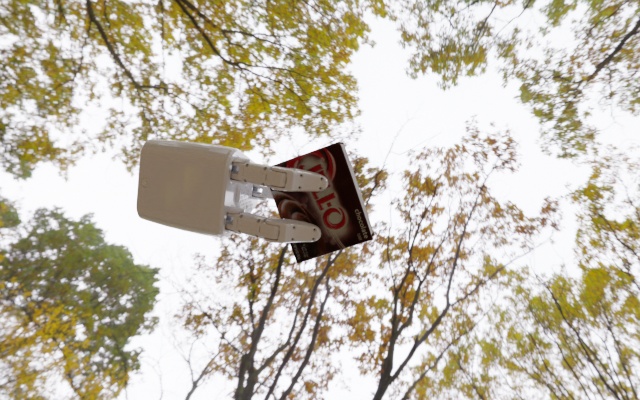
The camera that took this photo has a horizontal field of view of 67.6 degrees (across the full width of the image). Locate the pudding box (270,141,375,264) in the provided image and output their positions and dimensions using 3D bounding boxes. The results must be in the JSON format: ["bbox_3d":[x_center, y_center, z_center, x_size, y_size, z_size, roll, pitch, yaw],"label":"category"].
[{"bbox_3d":[0.000,0.002,0.527,0.090,0.113,0.039,-19,4,14],"label":"pudding box"}]
